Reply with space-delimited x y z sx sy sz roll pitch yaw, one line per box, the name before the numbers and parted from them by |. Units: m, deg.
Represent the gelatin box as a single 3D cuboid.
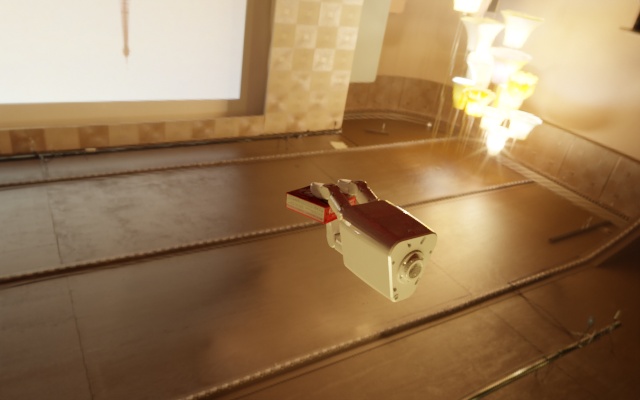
gelatin box | 0.000 0.003 0.767 0.089 0.030 0.073 20 27 37
